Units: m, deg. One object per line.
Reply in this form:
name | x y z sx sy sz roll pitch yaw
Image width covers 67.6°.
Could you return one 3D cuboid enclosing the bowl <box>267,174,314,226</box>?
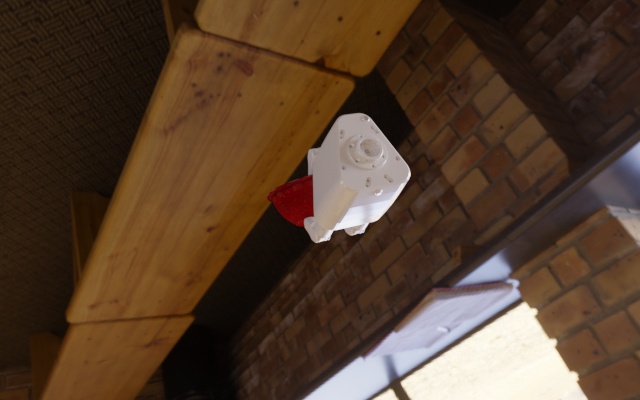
bowl | 0.000 0.003 0.753 0.162 0.055 0.162 -13 -11 -3
